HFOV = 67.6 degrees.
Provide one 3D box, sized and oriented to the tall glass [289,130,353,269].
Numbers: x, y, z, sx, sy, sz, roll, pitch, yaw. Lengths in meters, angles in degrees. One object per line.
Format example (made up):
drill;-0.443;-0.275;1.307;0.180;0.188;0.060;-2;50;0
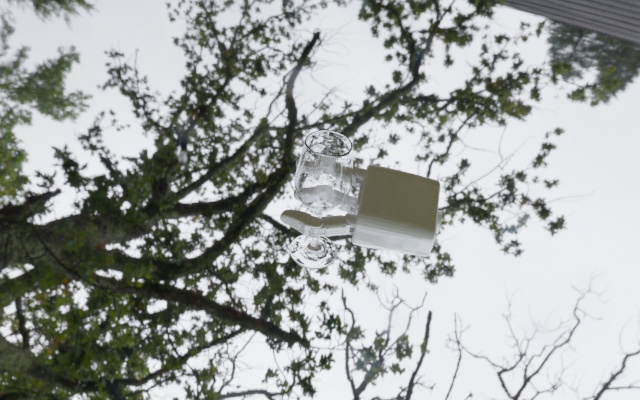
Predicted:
tall glass;0.000;0.003;0.671;0.079;0.201;0.079;4;40;-4
